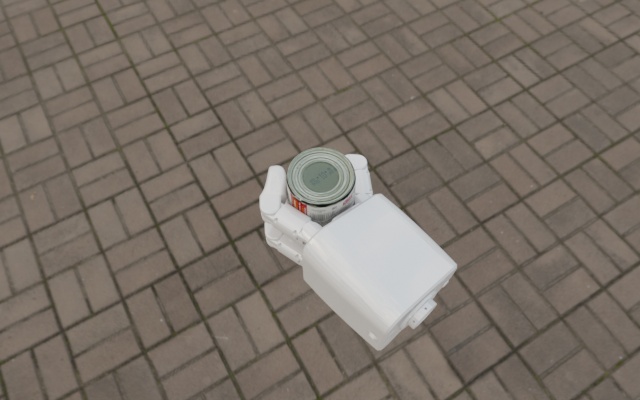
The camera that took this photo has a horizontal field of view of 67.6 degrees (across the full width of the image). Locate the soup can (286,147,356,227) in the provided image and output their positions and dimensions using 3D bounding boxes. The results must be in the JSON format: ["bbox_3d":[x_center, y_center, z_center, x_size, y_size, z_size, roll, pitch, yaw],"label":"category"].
[{"bbox_3d":[0.000,0.001,0.493,0.068,0.068,0.102,0,-30,0],"label":"soup can"}]
